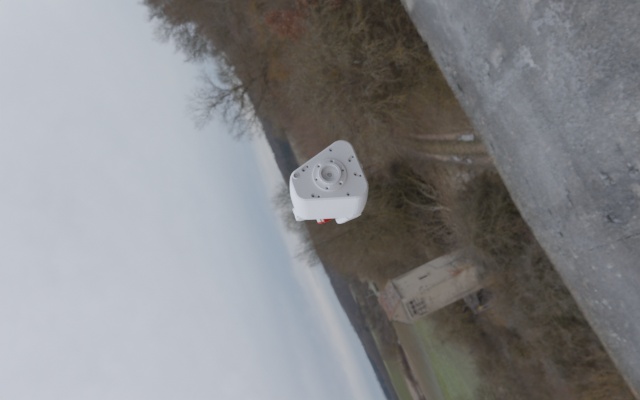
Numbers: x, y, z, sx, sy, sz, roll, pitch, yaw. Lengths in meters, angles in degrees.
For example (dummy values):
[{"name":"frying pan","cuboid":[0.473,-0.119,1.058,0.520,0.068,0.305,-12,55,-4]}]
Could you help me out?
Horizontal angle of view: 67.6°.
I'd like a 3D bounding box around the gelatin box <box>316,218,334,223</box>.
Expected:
[{"name":"gelatin box","cuboid":[0.000,0.003,0.872,0.030,0.073,0.089,-23,0,-9]}]
